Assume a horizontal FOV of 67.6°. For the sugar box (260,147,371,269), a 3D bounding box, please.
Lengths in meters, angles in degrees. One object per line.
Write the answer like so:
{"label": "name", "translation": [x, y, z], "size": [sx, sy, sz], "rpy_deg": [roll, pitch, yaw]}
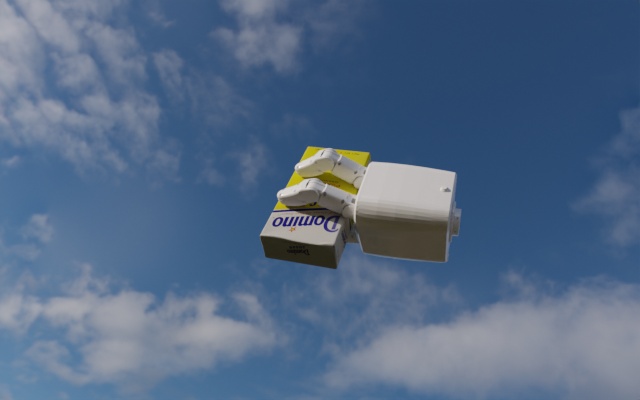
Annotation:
{"label": "sugar box", "translation": [0.000, 0.002, 0.606], "size": [0.093, 0.048, 0.176], "rpy_deg": [7, 42, 17]}
